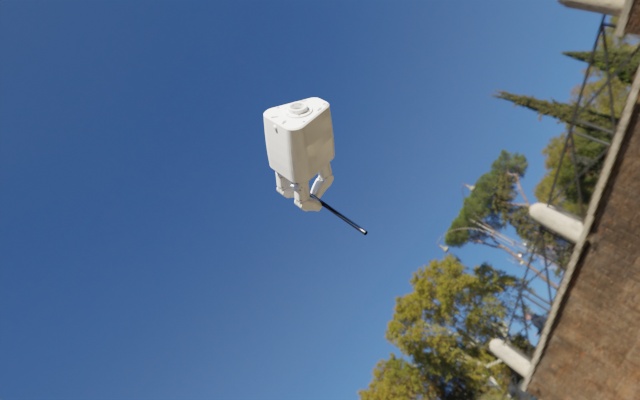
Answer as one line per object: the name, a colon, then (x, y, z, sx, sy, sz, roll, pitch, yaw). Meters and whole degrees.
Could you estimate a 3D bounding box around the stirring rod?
stirring rod: (0.000, 0.003, 0.886, 0.011, 0.011, 0.239, 0, 26, -46)
